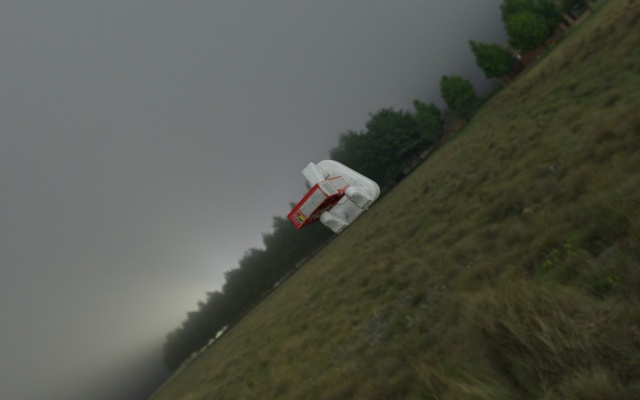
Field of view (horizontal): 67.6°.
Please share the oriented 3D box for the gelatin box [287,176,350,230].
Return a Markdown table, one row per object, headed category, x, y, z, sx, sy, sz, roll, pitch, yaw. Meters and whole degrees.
| category | x | y | z | sx | sy | sz | roll | pitch | yaw |
| --- | --- | --- | --- | --- | --- | --- | --- | --- | --- |
| gelatin box | 0.000 | 0.002 | 0.710 | 0.073 | 0.030 | 0.089 | -47 | -12 | 25 |
